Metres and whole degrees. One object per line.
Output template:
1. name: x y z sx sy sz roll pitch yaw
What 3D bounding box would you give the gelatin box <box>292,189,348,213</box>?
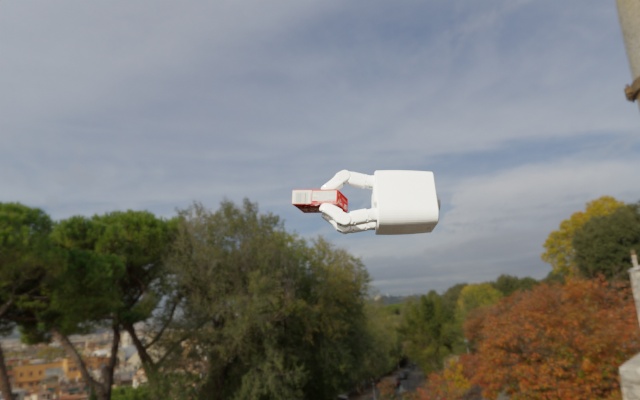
1. gelatin box: 0.000 0.002 0.880 0.089 0.030 0.073 0 -14 16
